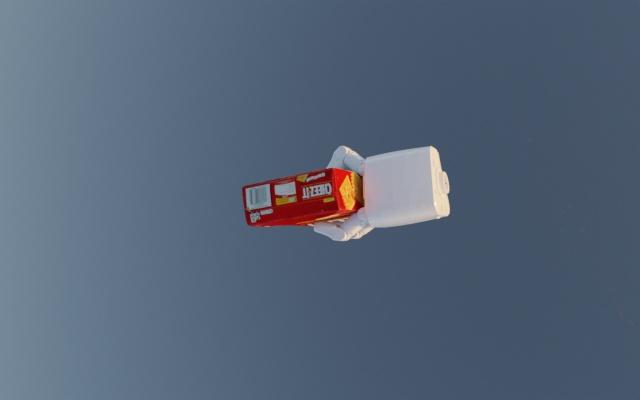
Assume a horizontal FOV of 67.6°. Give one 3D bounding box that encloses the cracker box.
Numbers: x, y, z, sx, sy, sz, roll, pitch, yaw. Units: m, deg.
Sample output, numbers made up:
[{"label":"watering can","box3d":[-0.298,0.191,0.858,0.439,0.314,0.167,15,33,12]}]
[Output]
[{"label":"cracker box","box3d":[0.000,0.002,0.792,0.164,0.072,0.214,-11,-8,26]}]
